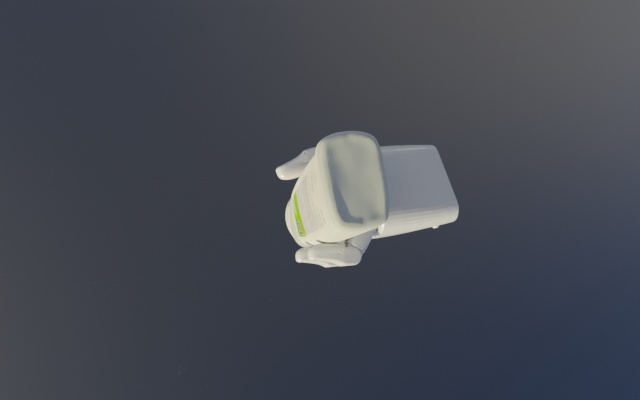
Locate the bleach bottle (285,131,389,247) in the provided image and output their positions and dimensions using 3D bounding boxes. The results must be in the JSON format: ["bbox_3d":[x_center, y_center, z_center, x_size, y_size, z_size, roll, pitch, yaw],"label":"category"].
[{"bbox_3d":[0.000,0.002,0.573,0.068,0.102,0.251,-7,-7,-17],"label":"bleach bottle"}]
